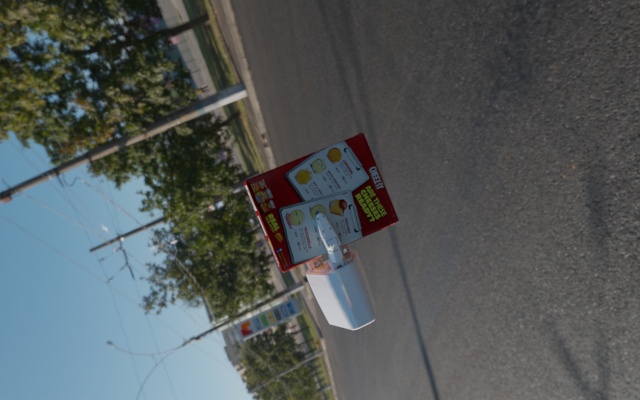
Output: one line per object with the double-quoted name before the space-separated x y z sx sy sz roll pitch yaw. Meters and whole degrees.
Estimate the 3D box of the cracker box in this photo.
"cracker box" 0.000 0.003 0.809 0.213 0.164 0.072 -23 4 -10
